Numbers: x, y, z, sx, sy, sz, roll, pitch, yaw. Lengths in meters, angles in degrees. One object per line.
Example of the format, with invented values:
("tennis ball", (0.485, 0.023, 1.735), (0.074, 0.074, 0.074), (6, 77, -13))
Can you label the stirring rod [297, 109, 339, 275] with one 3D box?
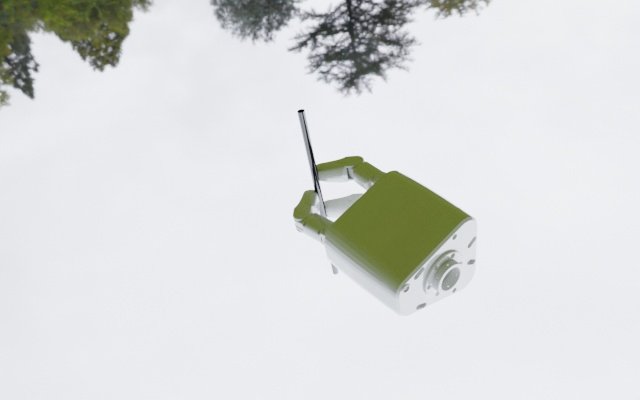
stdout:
("stirring rod", (0.000, 0.002, 0.562), (0.011, 0.240, 0.011), (-8, 37, 6))
